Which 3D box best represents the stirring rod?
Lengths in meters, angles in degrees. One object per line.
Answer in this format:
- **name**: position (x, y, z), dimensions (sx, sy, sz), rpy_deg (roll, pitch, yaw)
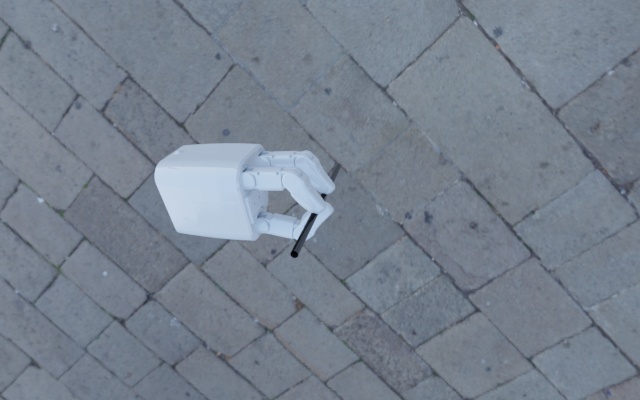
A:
- **stirring rod**: position (0.000, 0.002, 0.564), dimensions (0.011, 0.011, 0.239), rpy_deg (0, 25, 13)
